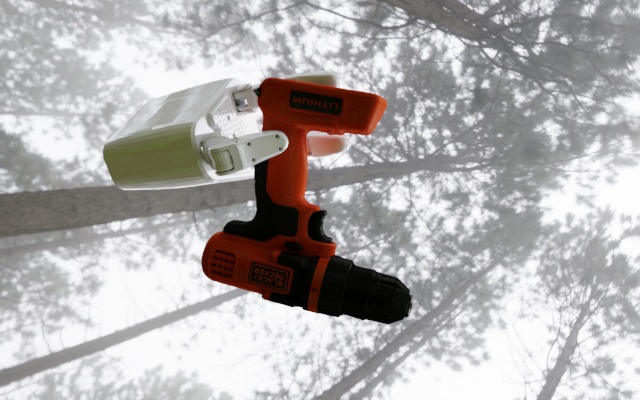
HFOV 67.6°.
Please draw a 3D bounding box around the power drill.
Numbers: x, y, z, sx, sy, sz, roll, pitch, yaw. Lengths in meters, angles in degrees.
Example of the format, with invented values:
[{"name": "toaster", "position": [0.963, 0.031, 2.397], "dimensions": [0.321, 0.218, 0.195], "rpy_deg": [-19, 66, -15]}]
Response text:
[{"name": "power drill", "position": [0.000, 0.001, 0.401], "dimensions": [0.184, 0.187, 0.057], "rpy_deg": [12, 5, 8]}]
